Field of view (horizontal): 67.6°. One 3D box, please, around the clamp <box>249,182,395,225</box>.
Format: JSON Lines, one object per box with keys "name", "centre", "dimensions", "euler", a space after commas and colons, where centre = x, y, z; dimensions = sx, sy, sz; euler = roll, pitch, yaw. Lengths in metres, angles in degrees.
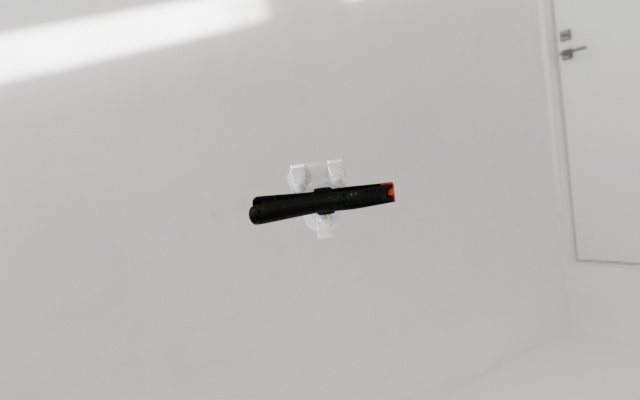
{"name": "clamp", "centre": [0.001, 0.003, 0.654], "dimensions": [0.210, 0.036, 0.164], "euler": [-6, 6, 1]}
